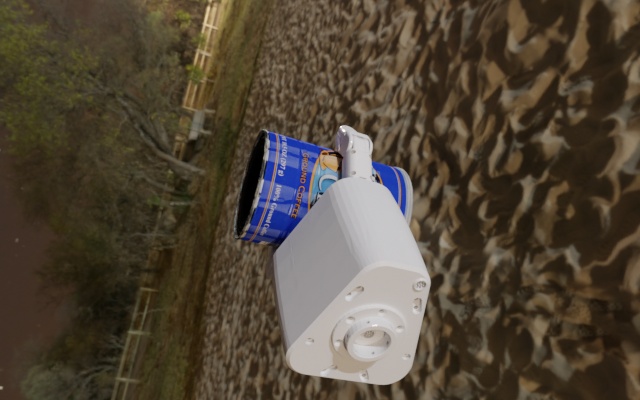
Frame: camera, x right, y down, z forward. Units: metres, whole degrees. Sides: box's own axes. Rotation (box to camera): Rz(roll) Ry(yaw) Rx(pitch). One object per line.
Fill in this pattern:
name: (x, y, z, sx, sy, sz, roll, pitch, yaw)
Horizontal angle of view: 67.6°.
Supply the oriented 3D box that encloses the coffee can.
coffee can: (0.000, 0.001, 0.449, 0.140, 0.103, 0.103, 14, -4, -17)
